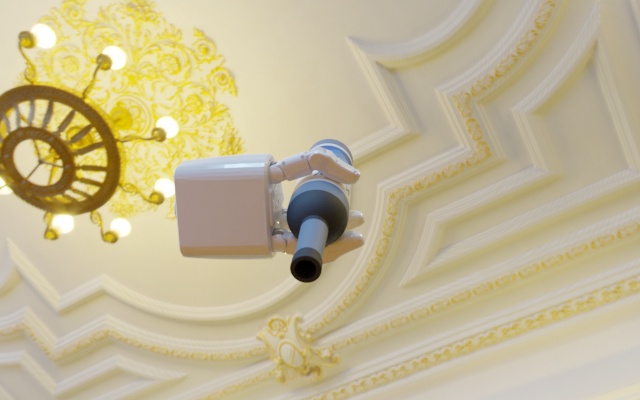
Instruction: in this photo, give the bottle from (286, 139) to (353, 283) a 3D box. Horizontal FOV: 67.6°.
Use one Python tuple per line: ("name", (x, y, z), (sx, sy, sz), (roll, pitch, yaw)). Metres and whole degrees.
("bottle", (0.000, 0.002, 0.541), (0.069, 0.069, 0.295), (0, 23, 5))
